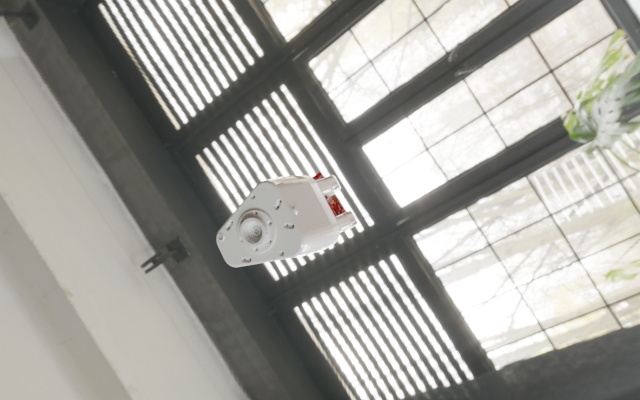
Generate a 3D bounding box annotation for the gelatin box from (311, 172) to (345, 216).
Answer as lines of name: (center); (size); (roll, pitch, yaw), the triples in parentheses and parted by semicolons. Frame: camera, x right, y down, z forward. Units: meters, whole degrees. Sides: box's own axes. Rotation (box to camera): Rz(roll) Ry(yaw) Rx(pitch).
gelatin box: (0.000, 0.002, 0.701); (0.030, 0.073, 0.089); (-32, 5, 17)
